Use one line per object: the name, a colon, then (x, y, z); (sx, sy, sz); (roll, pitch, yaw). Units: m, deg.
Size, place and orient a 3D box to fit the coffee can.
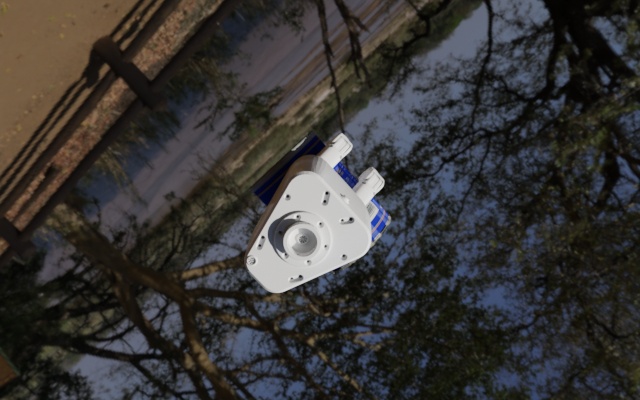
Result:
coffee can: (0.000, 0.002, 0.573); (0.103, 0.140, 0.103); (-42, 7, 7)
